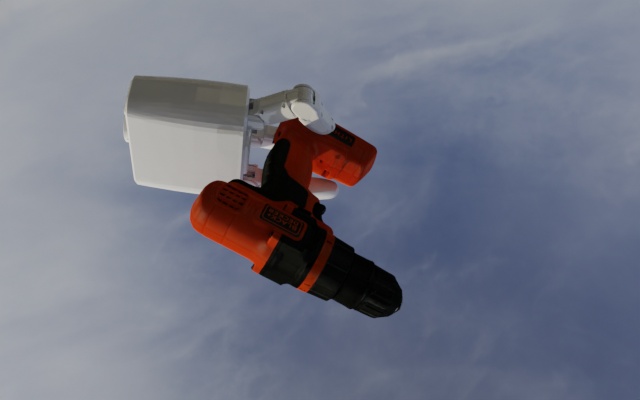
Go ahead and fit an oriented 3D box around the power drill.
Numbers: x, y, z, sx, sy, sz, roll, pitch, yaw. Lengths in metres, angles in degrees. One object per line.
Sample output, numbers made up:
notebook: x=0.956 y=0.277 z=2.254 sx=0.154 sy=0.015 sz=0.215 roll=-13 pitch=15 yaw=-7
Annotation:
power drill: x=0.000 y=0.001 z=0.434 sx=0.184 sy=0.057 sz=0.187 roll=29 pitch=38 yaw=-7
